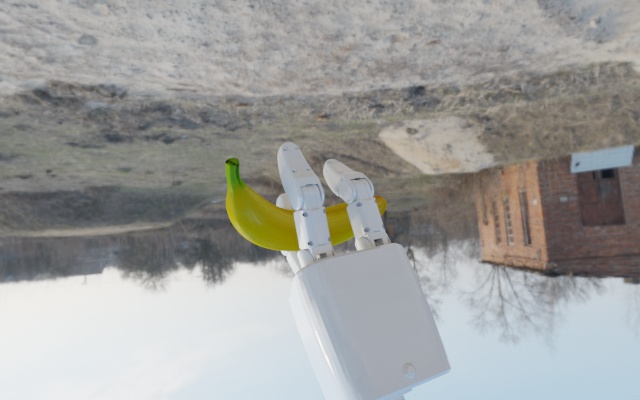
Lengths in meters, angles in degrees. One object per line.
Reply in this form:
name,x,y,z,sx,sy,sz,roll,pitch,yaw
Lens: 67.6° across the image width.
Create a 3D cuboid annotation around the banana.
banana,-0.012,0.016,0.433,0.198,0.070,0.037,12,28,-46
